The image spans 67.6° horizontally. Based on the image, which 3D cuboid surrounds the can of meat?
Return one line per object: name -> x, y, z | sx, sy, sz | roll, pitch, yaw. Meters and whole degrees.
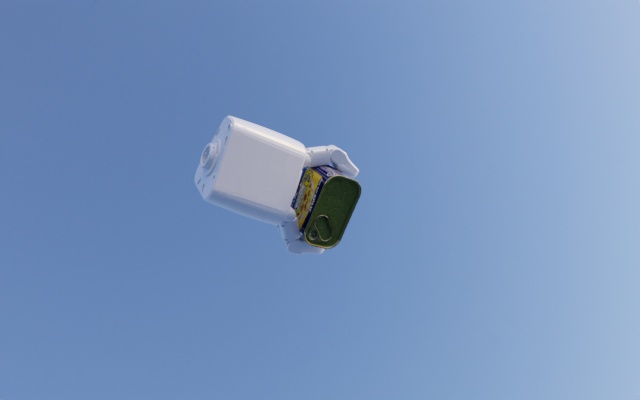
can of meat -> 0.000, 0.002, 0.658 | 0.057, 0.102, 0.084 | 16, 14, -30
